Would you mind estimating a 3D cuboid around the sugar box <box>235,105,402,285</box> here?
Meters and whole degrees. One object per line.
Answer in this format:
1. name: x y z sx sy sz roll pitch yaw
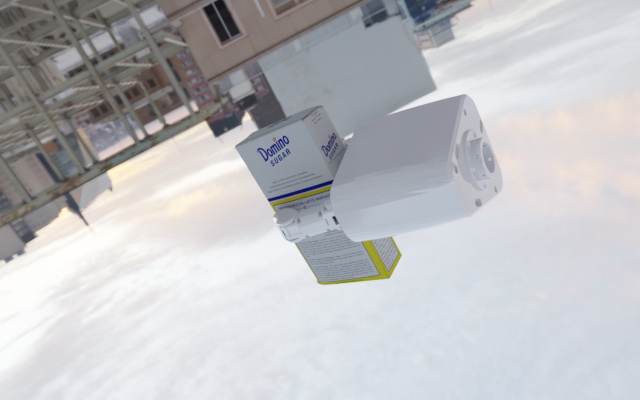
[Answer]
1. sugar box: 0.000 0.001 0.472 0.093 0.176 0.048 -14 22 38
